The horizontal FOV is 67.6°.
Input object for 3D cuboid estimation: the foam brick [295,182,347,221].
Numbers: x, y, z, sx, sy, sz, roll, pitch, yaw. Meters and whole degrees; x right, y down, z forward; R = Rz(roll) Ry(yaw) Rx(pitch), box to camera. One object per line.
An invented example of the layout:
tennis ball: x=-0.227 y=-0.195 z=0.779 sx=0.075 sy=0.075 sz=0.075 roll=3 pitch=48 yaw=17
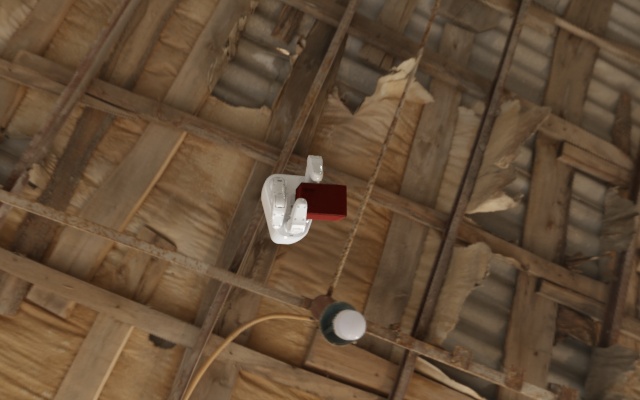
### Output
foam brick: x=0.000 y=0.003 z=0.782 sx=0.078 sy=0.053 sz=0.051 roll=5 pitch=-12 yaw=-11
